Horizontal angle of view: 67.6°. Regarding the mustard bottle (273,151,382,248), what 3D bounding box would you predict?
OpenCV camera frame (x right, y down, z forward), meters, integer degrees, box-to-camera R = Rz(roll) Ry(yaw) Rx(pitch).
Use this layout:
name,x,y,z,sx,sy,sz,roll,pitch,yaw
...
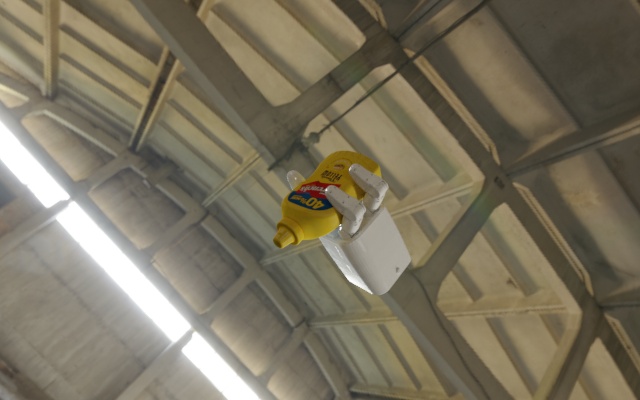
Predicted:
name,x,y,z,sx,sy,sz,roll,pitch,yaw
mustard bottle,0.000,0.002,0.693,0.096,0.058,0.191,20,50,35
